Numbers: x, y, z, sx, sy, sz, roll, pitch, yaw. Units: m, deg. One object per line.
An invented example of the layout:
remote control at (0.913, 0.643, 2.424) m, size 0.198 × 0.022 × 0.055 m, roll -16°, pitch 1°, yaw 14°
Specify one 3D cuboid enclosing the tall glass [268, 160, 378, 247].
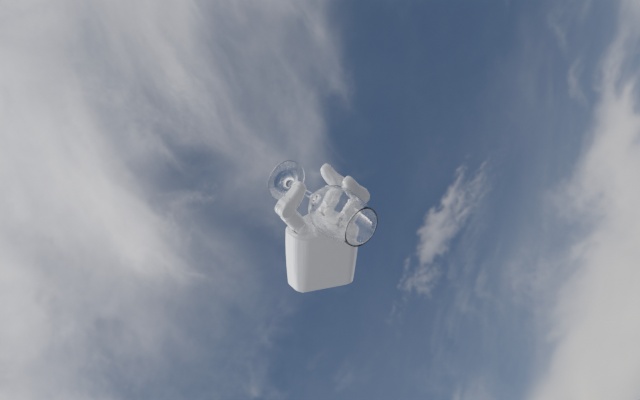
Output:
tall glass at (0.000, 0.002, 0.751) m, size 0.079 × 0.079 × 0.201 m, roll 0°, pitch 21°, yaw -39°
